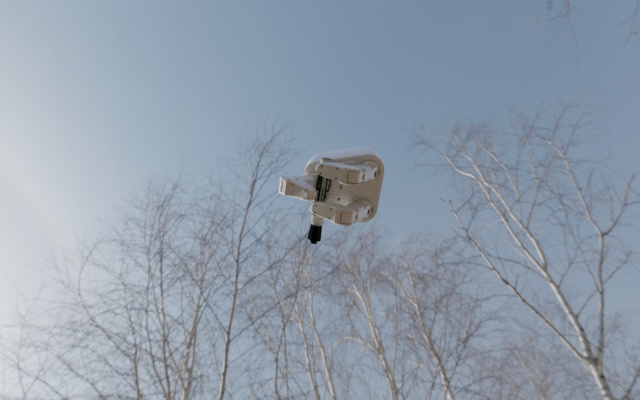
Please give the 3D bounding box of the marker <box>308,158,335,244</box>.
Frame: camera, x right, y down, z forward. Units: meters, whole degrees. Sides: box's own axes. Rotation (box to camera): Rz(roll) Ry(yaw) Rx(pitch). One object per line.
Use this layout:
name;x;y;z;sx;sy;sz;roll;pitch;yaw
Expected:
marker;0.000;0.002;0.651;0.020;0.121;0.020;9;16;-2
